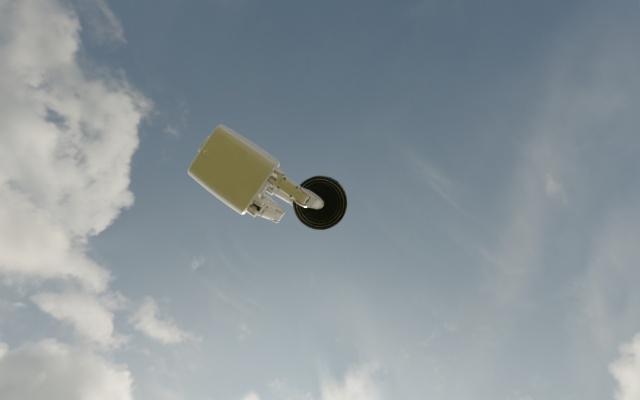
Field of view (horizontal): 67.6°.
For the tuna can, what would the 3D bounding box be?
[{"bbox_3d":[0.000,0.002,0.765,0.086,0.086,0.033,0,6,4],"label":"tuna can"}]
